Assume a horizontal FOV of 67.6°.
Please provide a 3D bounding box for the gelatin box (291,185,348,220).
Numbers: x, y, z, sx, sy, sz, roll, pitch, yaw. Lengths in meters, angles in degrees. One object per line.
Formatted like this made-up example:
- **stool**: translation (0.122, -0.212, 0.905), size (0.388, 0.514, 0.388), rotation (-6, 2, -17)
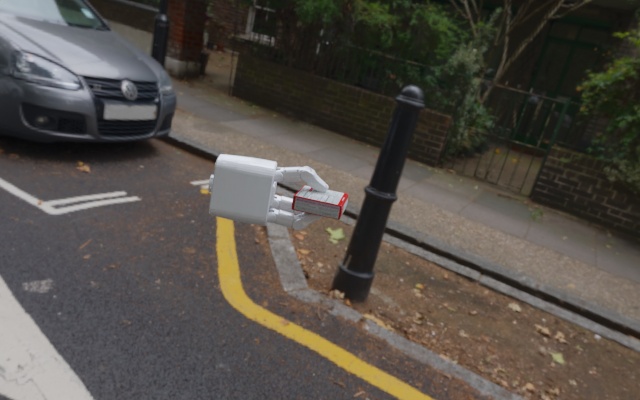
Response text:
- **gelatin box**: translation (0.001, 0.002, 0.859), size (0.089, 0.030, 0.073), rotation (11, 19, 9)
